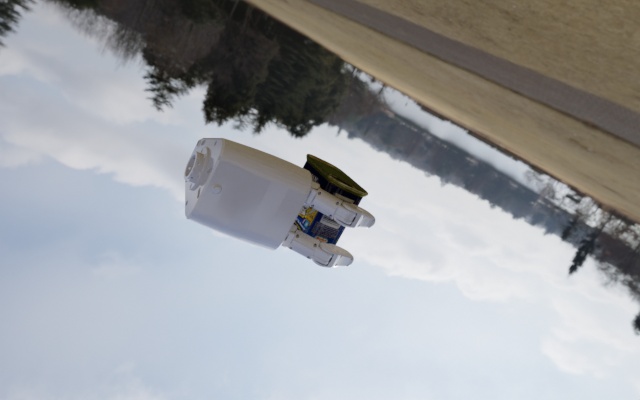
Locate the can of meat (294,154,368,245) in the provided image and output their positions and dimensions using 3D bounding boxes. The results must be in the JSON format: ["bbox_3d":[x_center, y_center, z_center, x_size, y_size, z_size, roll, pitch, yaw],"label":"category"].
[{"bbox_3d":[0.000,0.002,0.586,0.057,0.084,0.102,22,14,-32],"label":"can of meat"}]
